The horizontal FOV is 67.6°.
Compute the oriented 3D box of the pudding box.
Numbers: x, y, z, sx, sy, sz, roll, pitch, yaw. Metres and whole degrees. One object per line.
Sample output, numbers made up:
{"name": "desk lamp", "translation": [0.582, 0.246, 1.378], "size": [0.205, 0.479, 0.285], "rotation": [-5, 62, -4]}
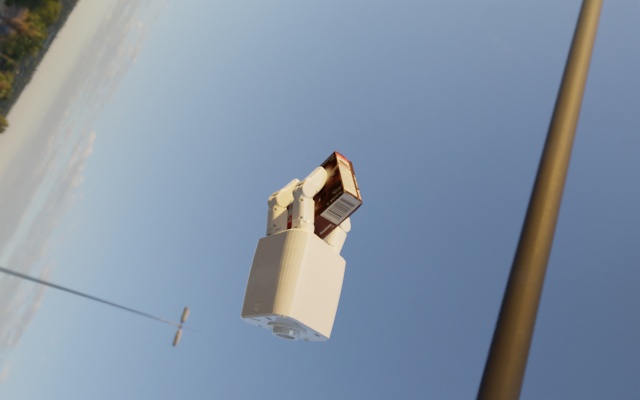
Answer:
{"name": "pudding box", "translation": [0.000, 0.002, 0.641], "size": [0.039, 0.090, 0.113], "rotation": [33, -61, -32]}
